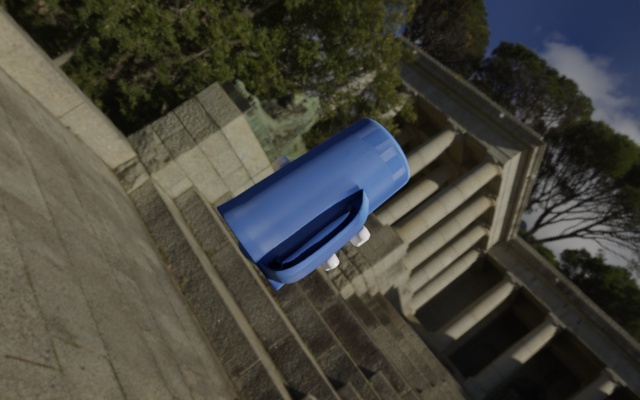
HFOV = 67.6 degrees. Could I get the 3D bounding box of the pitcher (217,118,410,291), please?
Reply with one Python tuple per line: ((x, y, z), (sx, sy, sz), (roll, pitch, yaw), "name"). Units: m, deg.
((0.000, 0.002, 0.629), (0.243, 0.149, 0.145), (-36, -14, -8), "pitcher")
